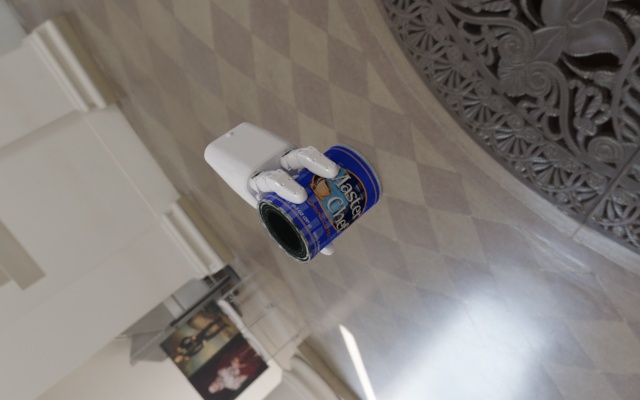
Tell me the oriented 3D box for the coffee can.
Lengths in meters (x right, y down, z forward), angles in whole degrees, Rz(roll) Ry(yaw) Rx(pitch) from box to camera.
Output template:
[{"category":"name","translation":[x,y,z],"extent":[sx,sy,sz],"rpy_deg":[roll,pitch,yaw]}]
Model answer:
[{"category":"coffee can","translation":[0.000,0.002,0.644],"extent":[0.140,0.103,0.103],"rpy_deg":[-39,19,-25]}]
